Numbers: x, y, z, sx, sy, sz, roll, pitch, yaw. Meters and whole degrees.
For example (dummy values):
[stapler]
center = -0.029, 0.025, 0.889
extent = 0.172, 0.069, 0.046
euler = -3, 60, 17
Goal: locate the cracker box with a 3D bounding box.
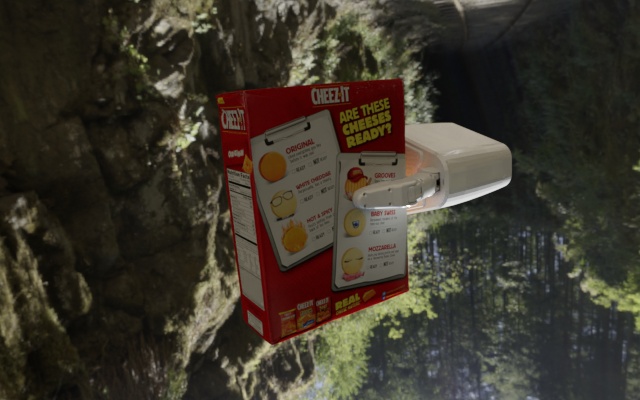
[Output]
[cracker box]
center = 0.000, 0.002, 0.446
extent = 0.164, 0.214, 0.072
euler = -13, 15, -32
